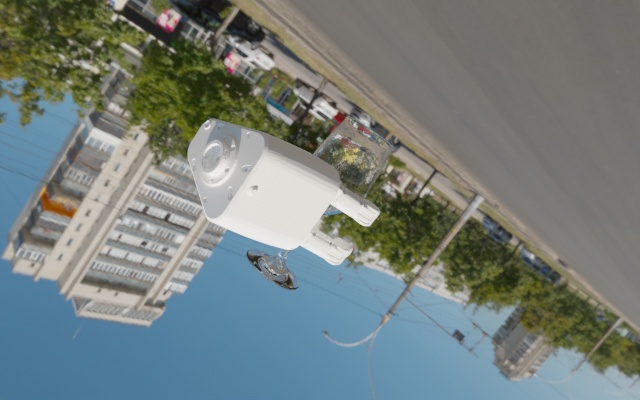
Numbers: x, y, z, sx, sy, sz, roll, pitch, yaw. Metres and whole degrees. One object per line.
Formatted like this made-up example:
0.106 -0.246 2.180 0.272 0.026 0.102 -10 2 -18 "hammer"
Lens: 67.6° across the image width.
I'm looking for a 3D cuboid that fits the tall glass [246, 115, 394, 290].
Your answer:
0.000 0.002 0.547 0.079 0.201 0.079 34 9 -6 "tall glass"
